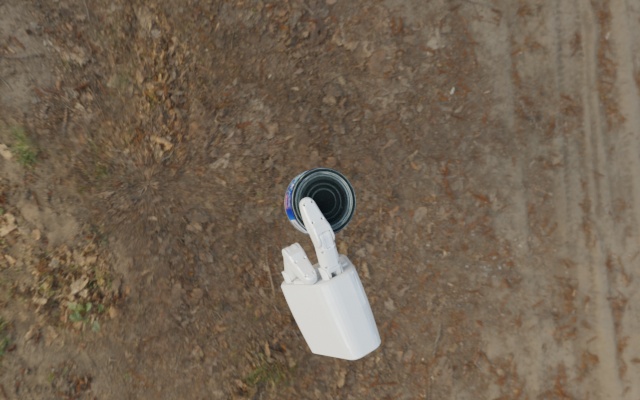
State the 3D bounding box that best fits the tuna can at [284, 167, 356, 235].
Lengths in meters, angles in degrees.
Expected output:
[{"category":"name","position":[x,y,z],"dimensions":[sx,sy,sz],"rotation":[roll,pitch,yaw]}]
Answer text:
[{"category":"tuna can","position":[0.000,0.002,0.595],"dimensions":[0.086,0.086,0.034],"rotation":[0,-3,-18]}]
